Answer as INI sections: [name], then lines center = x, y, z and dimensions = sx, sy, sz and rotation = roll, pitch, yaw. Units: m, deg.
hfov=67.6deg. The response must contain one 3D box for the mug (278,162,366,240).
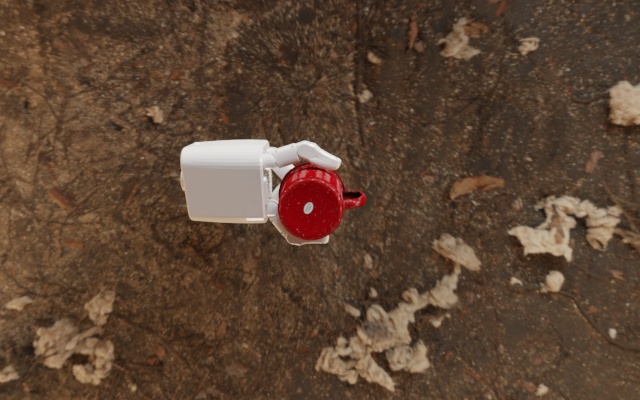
[mug]
center = 0.002, 0.002, 0.617
dimensions = 0.117, 0.093, 0.081
rotation = 0, 14, 1
